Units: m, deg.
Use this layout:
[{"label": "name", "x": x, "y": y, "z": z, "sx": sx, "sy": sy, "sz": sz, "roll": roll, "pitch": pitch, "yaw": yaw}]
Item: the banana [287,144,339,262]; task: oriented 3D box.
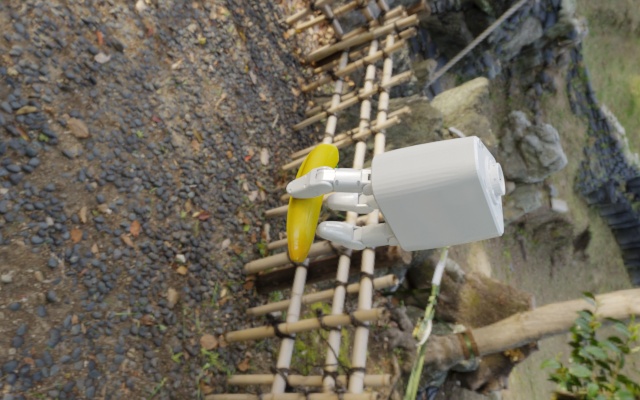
[{"label": "banana", "x": -0.005, "y": -0.015, "z": 0.575, "sx": 0.037, "sy": 0.070, "sz": 0.197, "roll": -7, "pitch": 34, "yaw": 24}]
